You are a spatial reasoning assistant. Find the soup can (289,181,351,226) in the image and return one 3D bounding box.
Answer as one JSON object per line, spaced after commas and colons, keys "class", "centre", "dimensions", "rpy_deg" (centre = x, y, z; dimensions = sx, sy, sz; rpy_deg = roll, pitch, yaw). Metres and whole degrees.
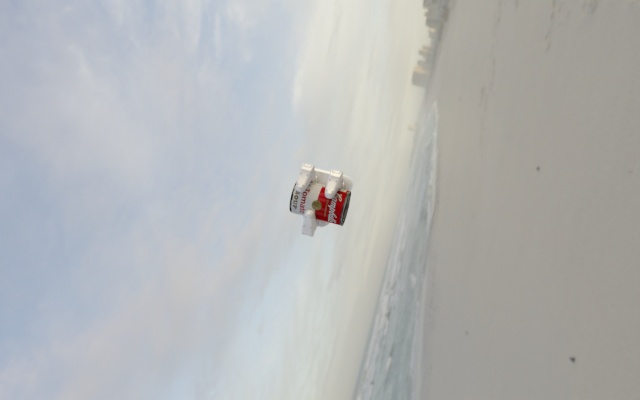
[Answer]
{"class": "soup can", "centre": [0.000, 0.003, 0.895], "dimensions": [0.102, 0.068, 0.068], "rpy_deg": [14, 2, 10]}
